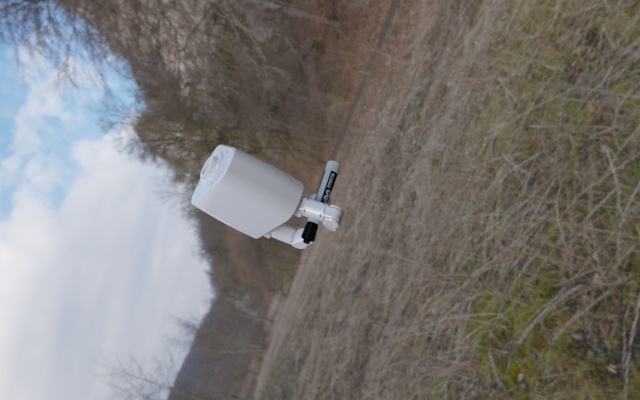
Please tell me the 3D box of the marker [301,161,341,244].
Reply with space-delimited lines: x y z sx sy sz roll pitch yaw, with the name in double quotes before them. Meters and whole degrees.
"marker" 0.000 0.002 0.645 0.020 0.121 0.020 18 -20 7
